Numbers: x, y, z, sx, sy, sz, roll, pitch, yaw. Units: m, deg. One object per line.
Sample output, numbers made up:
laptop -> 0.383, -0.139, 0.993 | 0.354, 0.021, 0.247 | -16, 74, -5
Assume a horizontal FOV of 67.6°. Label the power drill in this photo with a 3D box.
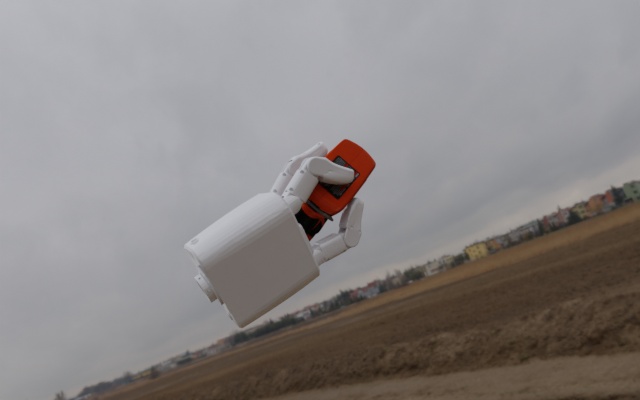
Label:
power drill -> 0.000, 0.002, 0.630 | 0.057, 0.184, 0.188 | 38, -36, 1
